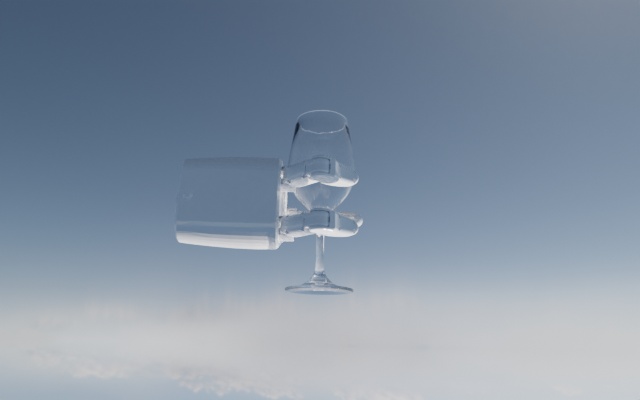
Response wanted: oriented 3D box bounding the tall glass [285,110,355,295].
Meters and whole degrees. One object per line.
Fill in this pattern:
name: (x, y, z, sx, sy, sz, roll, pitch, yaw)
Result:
tall glass: (0.000, 0.002, 0.539, 0.079, 0.201, 0.079, 1, -17, 0)
